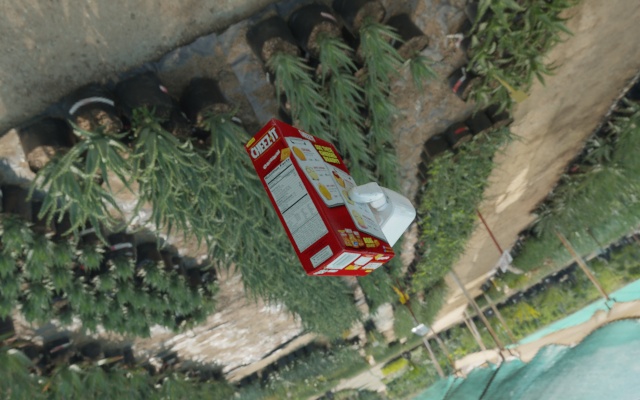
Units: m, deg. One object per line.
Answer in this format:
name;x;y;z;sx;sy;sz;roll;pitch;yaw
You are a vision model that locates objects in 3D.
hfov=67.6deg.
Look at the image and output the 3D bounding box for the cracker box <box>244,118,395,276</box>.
cracker box;0.000;0.002;0.680;0.072;0.213;0.164;-38;-25;21
